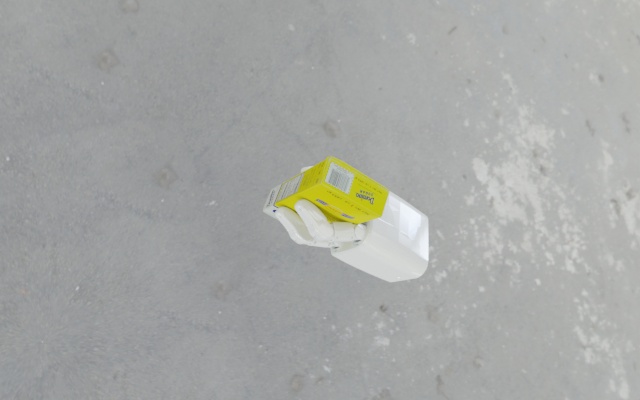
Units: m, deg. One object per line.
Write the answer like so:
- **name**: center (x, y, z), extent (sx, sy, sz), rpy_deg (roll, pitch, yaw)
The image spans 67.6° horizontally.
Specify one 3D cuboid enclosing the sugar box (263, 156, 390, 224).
- **sugar box**: center (0.000, 0.003, 0.636), extent (0.093, 0.048, 0.176), rpy_deg (29, -27, -20)
